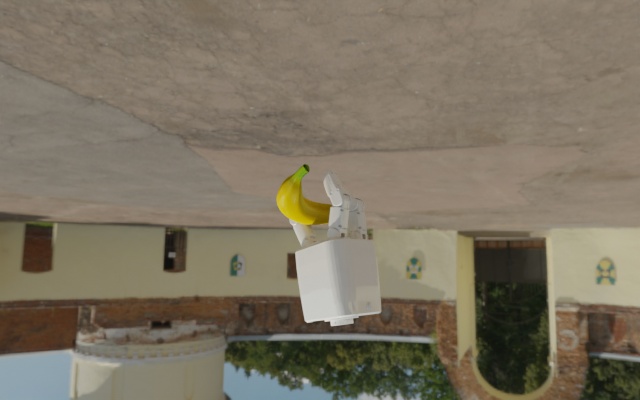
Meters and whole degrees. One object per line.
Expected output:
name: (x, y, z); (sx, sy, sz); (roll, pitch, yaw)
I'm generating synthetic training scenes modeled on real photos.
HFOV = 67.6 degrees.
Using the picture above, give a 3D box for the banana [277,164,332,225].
banana: (-0.018, 0.007, 0.692); (0.069, 0.037, 0.198); (-19, -21, 10)
